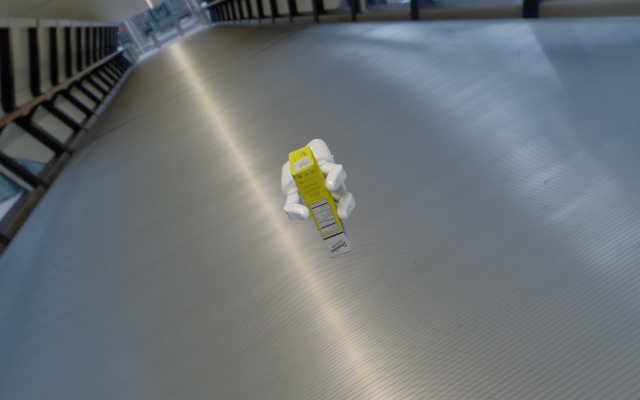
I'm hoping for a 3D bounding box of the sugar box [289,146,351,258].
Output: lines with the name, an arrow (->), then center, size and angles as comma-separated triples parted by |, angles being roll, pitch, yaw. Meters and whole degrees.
sugar box -> 0.001, 0.002, 0.822 | 0.048, 0.176, 0.093 | -24, 27, 6
